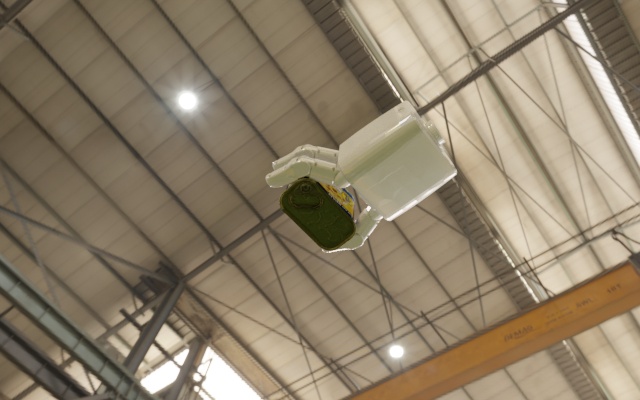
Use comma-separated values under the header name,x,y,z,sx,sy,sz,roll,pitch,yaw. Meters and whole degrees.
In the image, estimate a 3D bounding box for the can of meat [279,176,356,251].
name,x,y,z,sx,sy,sz,roll,pitch,yaw
can of meat,0.000,0.002,0.626,0.057,0.102,0.084,-40,16,20
